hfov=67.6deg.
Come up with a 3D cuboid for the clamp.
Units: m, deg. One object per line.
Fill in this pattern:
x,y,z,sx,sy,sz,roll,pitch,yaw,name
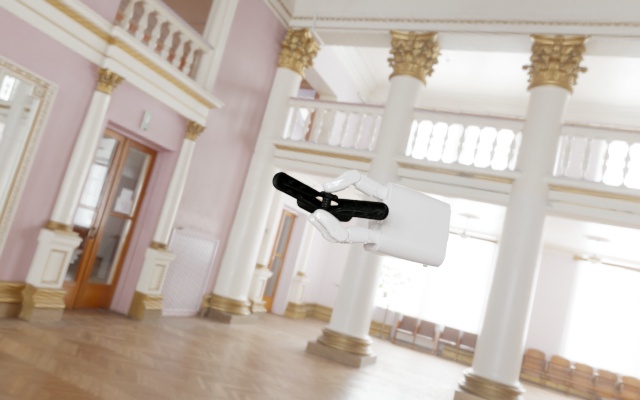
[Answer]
0.000,0.002,0.733,0.164,0.036,0.210,19,-9,-7,clamp
